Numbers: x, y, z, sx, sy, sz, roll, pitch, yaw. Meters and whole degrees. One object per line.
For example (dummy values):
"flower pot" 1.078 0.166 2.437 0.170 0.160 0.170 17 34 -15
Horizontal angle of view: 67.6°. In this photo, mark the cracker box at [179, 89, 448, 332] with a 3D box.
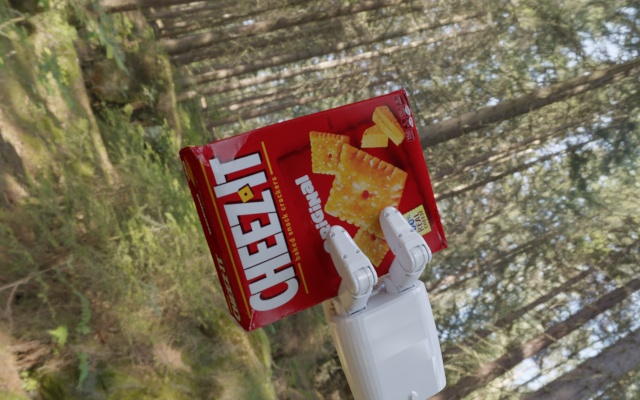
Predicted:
"cracker box" 0.000 0.001 0.447 0.213 0.164 0.072 -19 8 -21
